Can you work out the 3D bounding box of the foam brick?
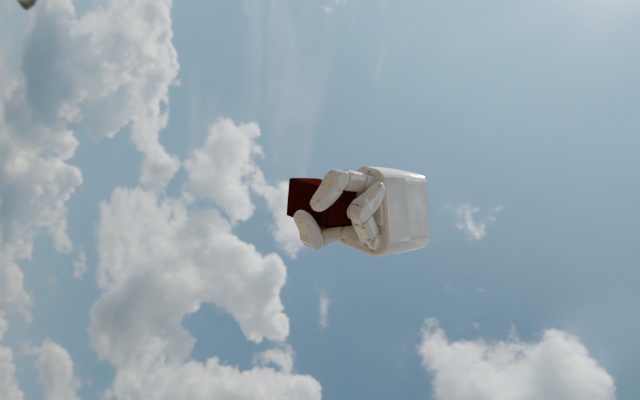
[{"bbox_3d":[0.000,0.002,0.631,0.051,0.053,0.078,-3,15,-45],"label":"foam brick"}]
